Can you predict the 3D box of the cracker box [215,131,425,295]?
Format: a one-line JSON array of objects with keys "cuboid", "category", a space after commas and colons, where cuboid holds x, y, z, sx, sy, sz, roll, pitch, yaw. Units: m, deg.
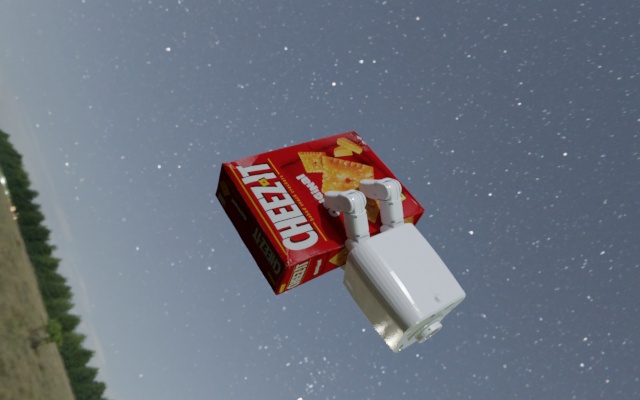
[{"cuboid": [0.000, 0.002, 0.613, 0.213, 0.164, 0.072, -18, -32, -32], "category": "cracker box"}]
